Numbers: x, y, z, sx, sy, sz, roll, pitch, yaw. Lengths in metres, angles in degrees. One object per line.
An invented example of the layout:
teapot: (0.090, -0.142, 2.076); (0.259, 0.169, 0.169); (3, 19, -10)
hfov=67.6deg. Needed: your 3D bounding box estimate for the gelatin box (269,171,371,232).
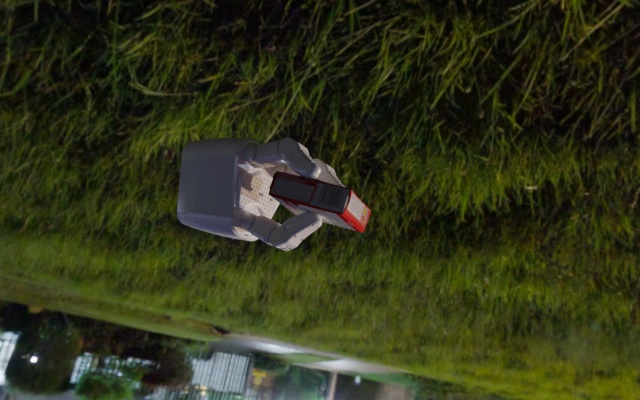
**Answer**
gelatin box: (0.000, 0.002, 0.502); (0.089, 0.030, 0.073); (15, -12, 25)
